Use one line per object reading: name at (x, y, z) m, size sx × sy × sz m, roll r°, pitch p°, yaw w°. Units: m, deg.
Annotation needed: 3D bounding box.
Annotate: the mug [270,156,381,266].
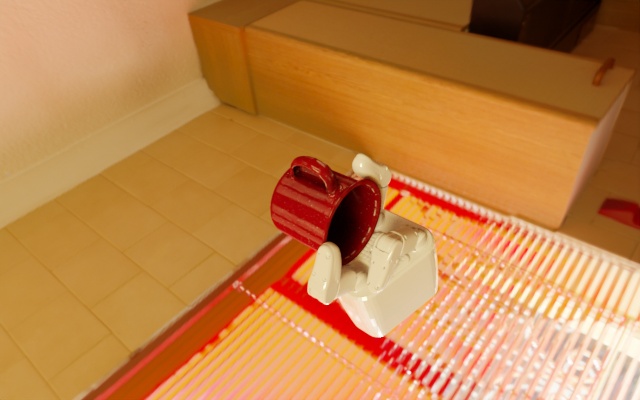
mug at (0.000, 0.001, 0.482) m, size 0.081 × 0.093 × 0.117 m, roll 25°, pitch -28°, yaw 34°
